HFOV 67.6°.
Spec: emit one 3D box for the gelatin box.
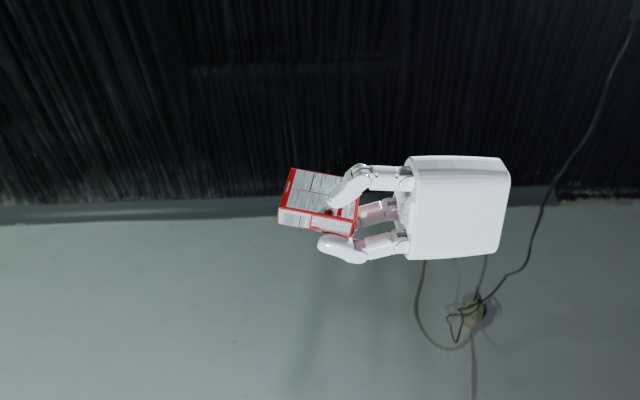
[{"bbox_3d":[0.000,0.001,0.559,0.089,0.030,0.073,11,43,1],"label":"gelatin box"}]
